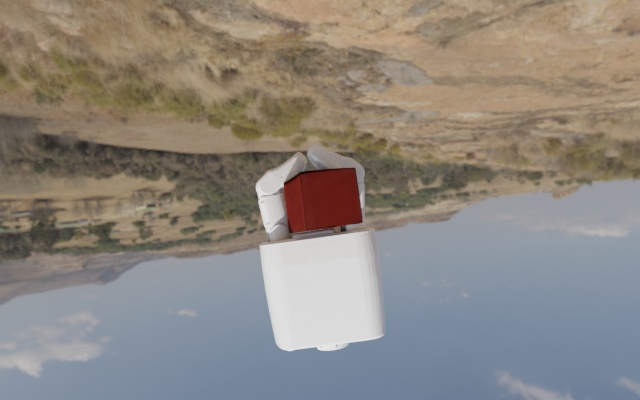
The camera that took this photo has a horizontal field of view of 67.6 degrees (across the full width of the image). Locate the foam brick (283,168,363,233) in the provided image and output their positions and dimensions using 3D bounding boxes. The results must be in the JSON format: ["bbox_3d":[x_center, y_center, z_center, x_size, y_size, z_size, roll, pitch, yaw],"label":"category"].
[{"bbox_3d":[0.000,0.001,0.445,0.053,0.051,0.078,-6,-4,-15],"label":"foam brick"}]
